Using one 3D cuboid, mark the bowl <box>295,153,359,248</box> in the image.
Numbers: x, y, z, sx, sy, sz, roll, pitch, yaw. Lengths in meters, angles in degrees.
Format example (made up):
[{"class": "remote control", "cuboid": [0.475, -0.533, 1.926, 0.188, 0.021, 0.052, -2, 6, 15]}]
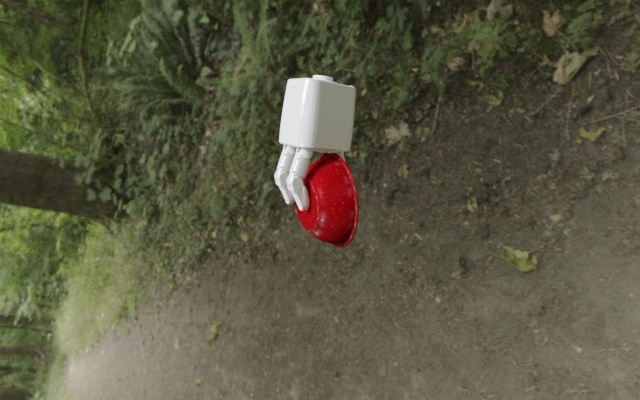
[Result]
[{"class": "bowl", "cuboid": [0.000, 0.004, 0.788, 0.055, 0.162, 0.162, -8, 3, -25]}]
